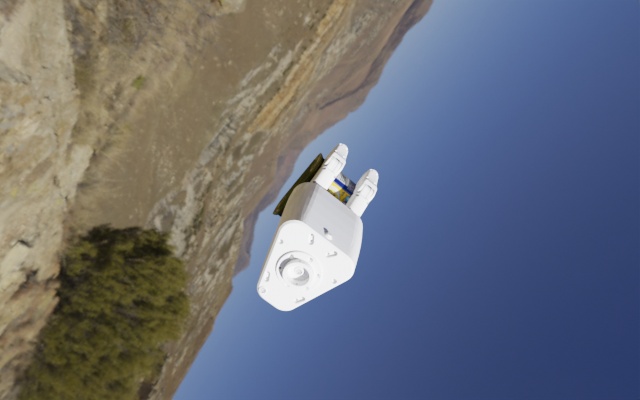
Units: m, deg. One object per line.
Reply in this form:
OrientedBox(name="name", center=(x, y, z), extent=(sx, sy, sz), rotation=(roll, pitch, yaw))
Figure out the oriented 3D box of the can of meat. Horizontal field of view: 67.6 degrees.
OrientedBox(name="can of meat", center=(0.000, 0.002, 0.646), extent=(0.084, 0.102, 0.057), rotation=(38, 19, -8))
